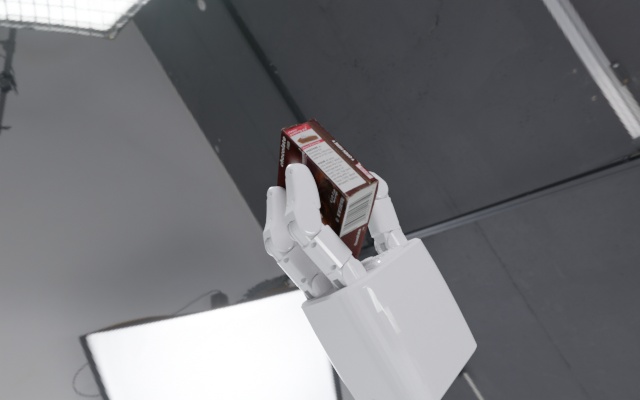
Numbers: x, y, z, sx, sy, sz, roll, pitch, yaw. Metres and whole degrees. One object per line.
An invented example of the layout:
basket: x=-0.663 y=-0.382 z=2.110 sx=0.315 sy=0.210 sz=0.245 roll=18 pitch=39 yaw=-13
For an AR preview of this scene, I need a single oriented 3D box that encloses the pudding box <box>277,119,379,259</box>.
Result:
pudding box: x=0.000 y=0.001 z=0.413 sx=0.039 sy=0.114 sz=0.090 roll=-24 pitch=55 yaw=-31
